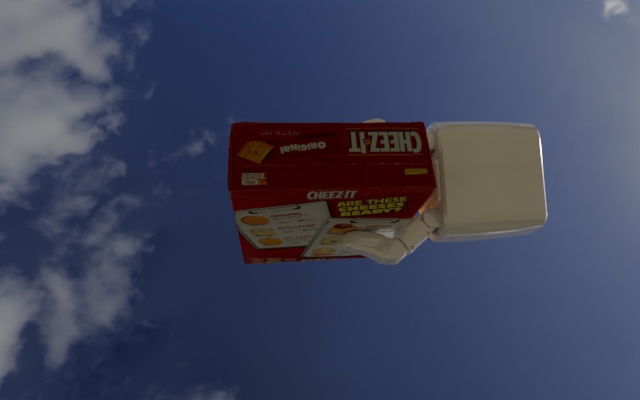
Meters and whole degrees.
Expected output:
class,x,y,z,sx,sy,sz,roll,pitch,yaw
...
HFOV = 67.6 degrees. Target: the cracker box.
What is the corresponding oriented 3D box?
class,x,y,z,sx,sy,sz,roll,pitch,yaw
cracker box,0.000,0.002,0.474,0.164,0.072,0.214,-2,-22,-6
